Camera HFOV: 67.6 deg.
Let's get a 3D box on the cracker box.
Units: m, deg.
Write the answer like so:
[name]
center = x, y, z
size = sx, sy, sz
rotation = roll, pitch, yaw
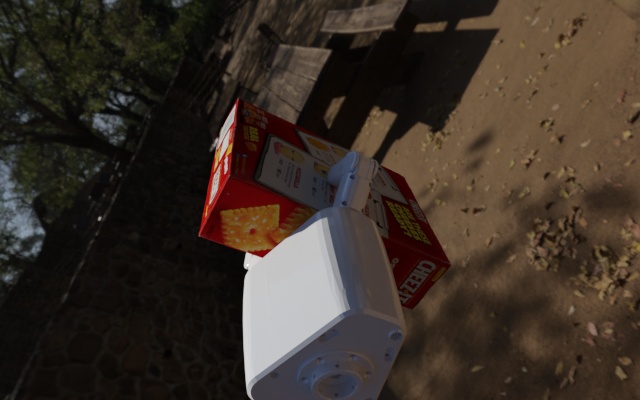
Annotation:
[cracker box]
center = 0.000, 0.001, 0.466
size = 0.214, 0.072, 0.164
rotation = 23, 27, -20
